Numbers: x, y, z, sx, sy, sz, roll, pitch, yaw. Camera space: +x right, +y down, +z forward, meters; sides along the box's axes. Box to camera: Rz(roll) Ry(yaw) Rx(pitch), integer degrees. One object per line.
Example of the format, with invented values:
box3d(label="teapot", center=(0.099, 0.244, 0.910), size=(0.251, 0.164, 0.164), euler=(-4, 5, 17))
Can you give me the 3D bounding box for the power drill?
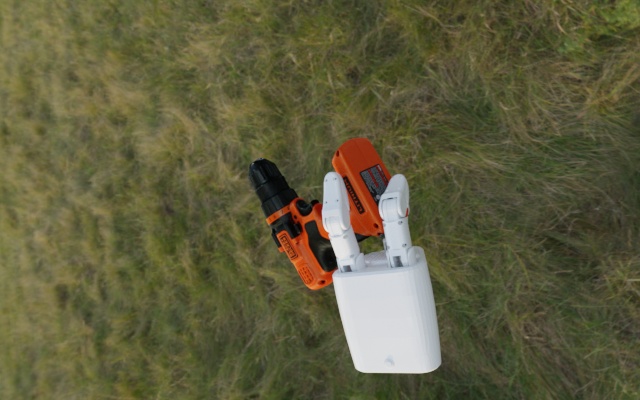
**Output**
box3d(label="power drill", center=(0.000, 0.002, 0.564), size=(0.057, 0.184, 0.188), euler=(-29, -4, -41))
